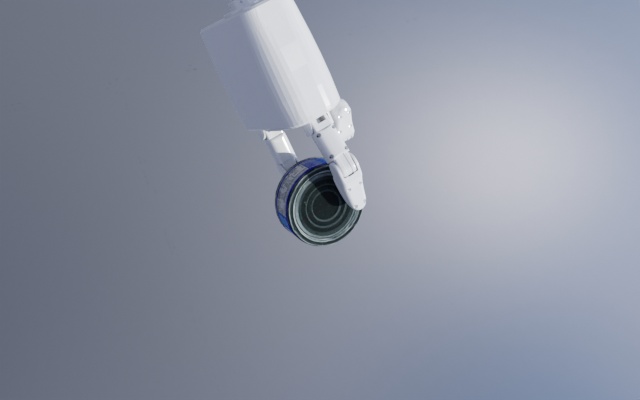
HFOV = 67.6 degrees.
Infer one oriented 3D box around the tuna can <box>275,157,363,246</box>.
[{"bbox_3d":[0.000,0.002,0.477,0.086,0.086,0.033,0,16,-27],"label":"tuna can"}]
